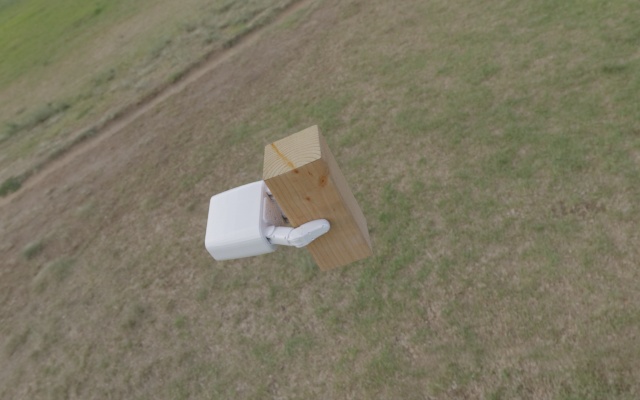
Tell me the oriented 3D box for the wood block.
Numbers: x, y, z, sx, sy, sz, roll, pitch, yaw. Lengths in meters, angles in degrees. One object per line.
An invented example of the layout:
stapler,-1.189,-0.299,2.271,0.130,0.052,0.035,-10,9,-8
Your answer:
wood block,0.000,0.003,0.736,0.090,0.206,0.090,-21,38,13
